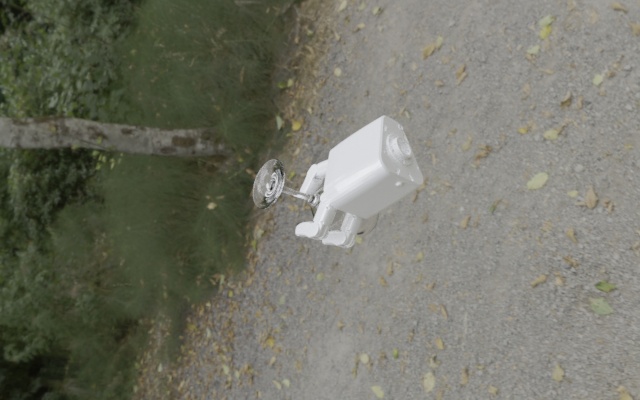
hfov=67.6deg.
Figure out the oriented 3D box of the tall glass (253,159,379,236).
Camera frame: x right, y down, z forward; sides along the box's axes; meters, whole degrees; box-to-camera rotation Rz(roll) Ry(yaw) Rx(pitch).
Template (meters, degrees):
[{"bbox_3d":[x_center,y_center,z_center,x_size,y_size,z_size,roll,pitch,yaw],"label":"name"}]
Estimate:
[{"bbox_3d":[-0.001,0.002,0.733,0.201,0.079,0.079,20,-12,-38],"label":"tall glass"}]
